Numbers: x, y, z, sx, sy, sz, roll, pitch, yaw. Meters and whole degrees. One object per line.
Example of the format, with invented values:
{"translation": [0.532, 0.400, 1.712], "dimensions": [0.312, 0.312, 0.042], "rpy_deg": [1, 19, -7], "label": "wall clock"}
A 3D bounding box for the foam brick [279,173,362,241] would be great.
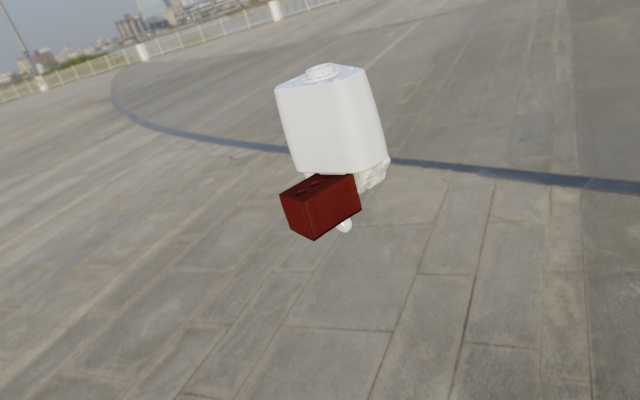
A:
{"translation": [0.000, 0.002, 0.563], "dimensions": [0.078, 0.051, 0.053], "rpy_deg": [-32, 29, -28], "label": "foam brick"}
